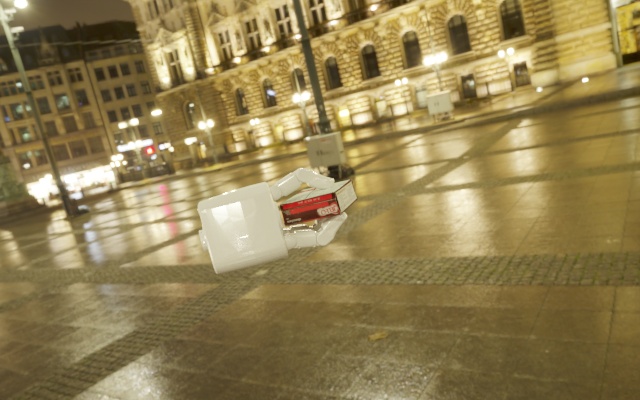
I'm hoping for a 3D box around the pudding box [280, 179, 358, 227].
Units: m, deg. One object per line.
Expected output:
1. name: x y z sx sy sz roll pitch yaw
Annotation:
1. pudding box: 0.000 0.002 0.729 0.090 0.039 0.113 -12 10 19
